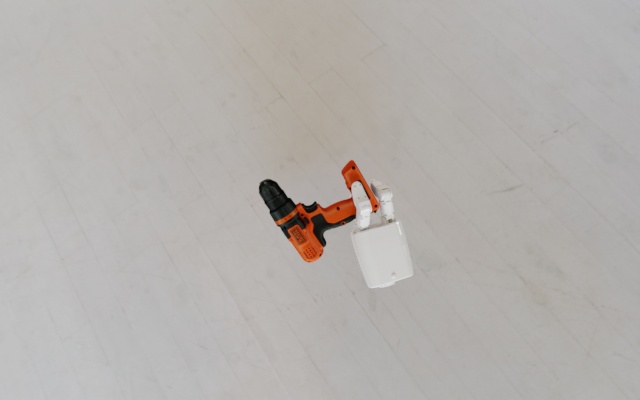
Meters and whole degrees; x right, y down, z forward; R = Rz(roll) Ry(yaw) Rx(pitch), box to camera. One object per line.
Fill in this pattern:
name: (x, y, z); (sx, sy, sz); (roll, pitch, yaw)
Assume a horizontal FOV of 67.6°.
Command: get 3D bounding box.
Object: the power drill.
power drill: (0.001, 0.003, 0.896); (0.187, 0.184, 0.057); (-31, 17, 7)
